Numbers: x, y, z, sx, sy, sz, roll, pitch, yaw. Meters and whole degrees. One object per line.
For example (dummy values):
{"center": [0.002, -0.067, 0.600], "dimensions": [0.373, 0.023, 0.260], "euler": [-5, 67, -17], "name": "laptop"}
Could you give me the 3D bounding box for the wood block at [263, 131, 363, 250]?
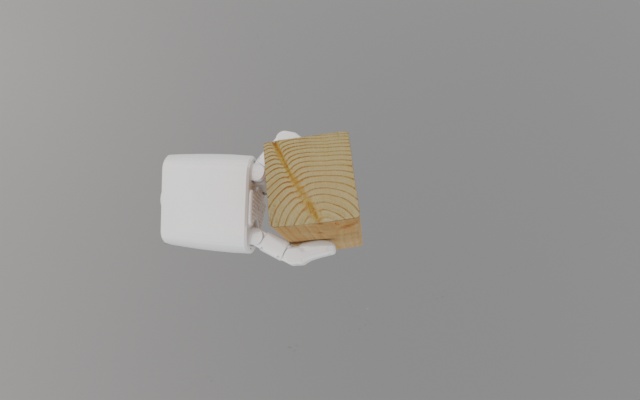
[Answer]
{"center": [0.000, 0.002, 0.567], "dimensions": [0.090, 0.090, 0.206], "euler": [-7, -13, 4], "name": "wood block"}
